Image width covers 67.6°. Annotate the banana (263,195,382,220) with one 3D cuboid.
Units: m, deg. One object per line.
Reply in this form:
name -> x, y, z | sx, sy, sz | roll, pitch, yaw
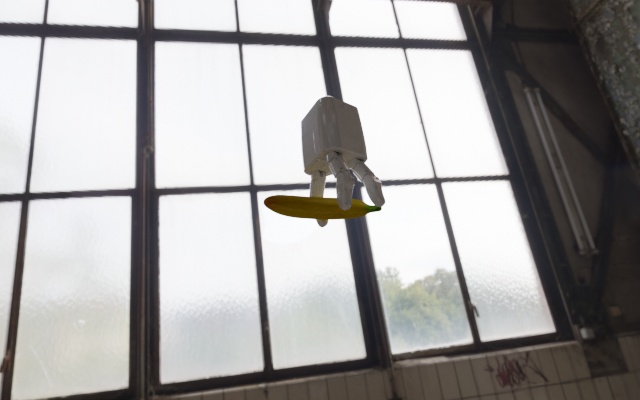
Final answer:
banana -> -0.002, 0.009, 0.792 | 0.198, 0.037, 0.070 | 1, -20, -17
